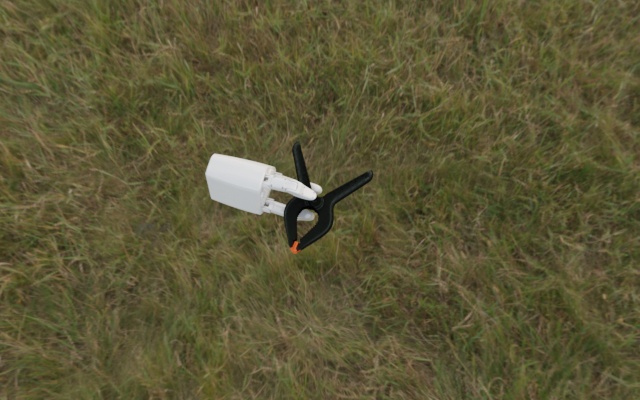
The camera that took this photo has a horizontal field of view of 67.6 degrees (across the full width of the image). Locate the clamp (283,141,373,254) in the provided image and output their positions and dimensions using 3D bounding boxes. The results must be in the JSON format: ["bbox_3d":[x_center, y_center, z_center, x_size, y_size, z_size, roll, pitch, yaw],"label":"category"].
[{"bbox_3d":[0.000,0.003,0.895,0.164,0.210,0.036,15,-15,5],"label":"clamp"}]
